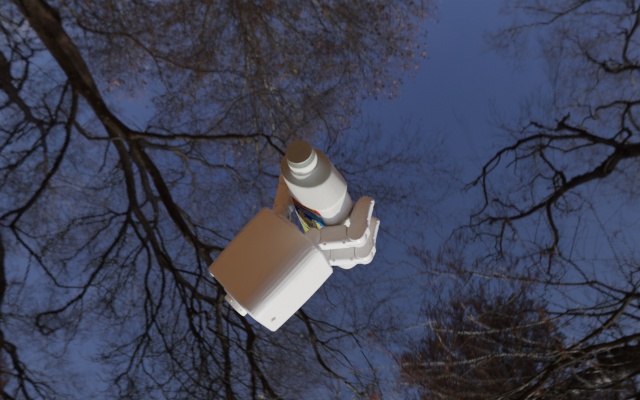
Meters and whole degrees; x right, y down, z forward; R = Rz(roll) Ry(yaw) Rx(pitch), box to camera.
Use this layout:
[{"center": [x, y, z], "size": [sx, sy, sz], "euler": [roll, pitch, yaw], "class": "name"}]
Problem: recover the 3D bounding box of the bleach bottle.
[{"center": [0.000, 0.002, 0.594], "size": [0.102, 0.068, 0.251], "euler": [39, -12, 28], "class": "bleach bottle"}]
